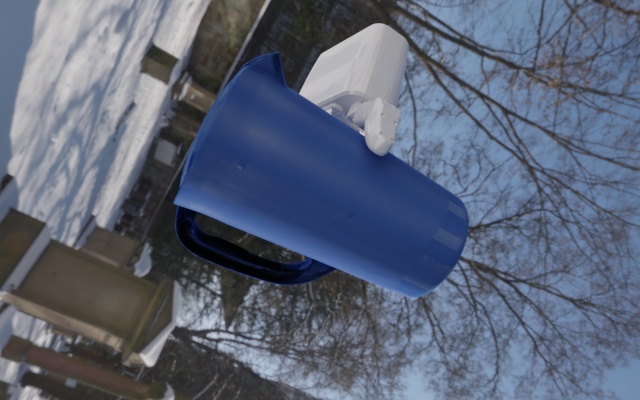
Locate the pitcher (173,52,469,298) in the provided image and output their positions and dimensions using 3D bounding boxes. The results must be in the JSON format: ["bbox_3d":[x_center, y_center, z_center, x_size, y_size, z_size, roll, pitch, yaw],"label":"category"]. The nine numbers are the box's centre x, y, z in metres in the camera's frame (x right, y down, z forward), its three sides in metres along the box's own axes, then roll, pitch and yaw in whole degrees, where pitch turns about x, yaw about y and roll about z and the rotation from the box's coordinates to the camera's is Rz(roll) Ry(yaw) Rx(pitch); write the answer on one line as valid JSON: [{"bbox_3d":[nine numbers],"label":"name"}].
[{"bbox_3d":[0.000,0.001,0.428,0.243,0.145,0.149,28,-30,-15],"label":"pitcher"}]
